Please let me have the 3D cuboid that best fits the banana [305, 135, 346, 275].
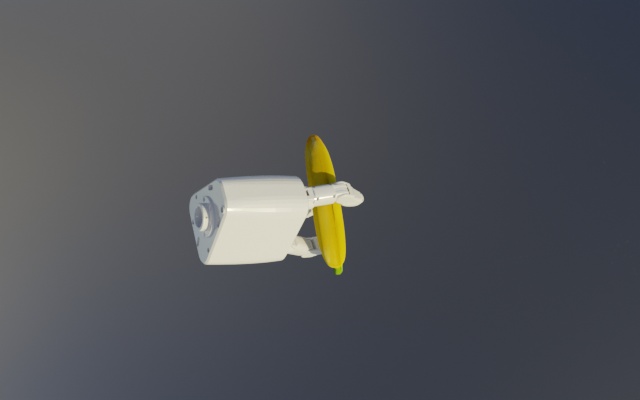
[{"bbox_3d":[0.004,0.004,0.636,0.037,0.198,0.069,-8,-3,-12],"label":"banana"}]
